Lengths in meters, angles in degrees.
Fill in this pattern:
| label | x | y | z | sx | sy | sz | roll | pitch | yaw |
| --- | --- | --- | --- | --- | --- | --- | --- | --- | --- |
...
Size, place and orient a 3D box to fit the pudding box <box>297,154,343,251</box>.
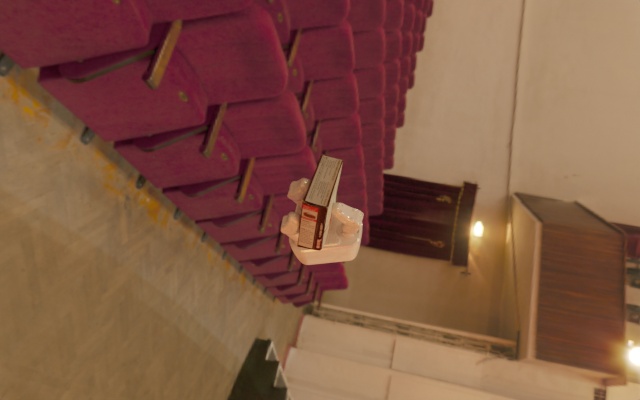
| label | x | y | z | sx | sy | sz | roll | pitch | yaw |
| --- | --- | --- | --- | --- | --- | --- | --- | --- | --- |
| pudding box | 0.000 | 0.002 | 0.688 | 0.039 | 0.090 | 0.113 | 12 | 42 | 5 |
